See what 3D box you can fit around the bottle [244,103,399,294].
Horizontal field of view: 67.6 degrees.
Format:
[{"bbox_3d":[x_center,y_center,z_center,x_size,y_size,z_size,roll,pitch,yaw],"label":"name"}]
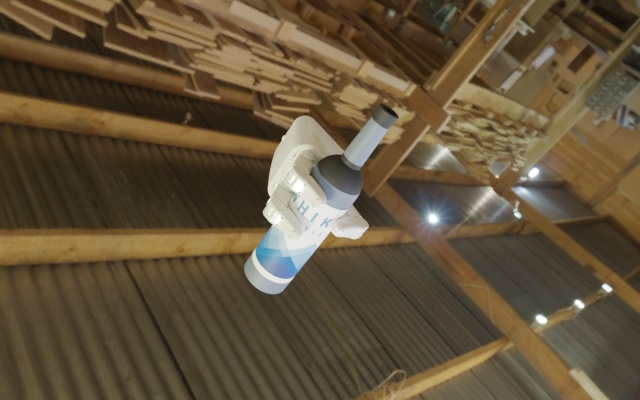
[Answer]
[{"bbox_3d":[0.000,0.002,0.611,0.069,0.296,0.069,28,28,-17],"label":"bottle"}]
